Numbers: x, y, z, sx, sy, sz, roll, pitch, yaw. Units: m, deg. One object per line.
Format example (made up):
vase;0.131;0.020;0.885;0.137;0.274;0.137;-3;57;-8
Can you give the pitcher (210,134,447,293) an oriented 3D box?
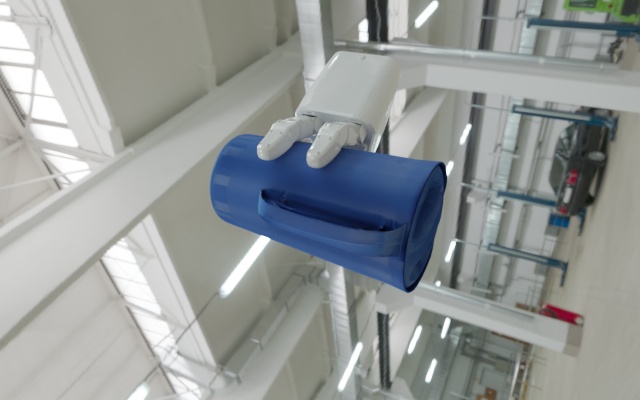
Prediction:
pitcher;0.000;0.002;0.508;0.243;0.145;0.149;14;-29;24
